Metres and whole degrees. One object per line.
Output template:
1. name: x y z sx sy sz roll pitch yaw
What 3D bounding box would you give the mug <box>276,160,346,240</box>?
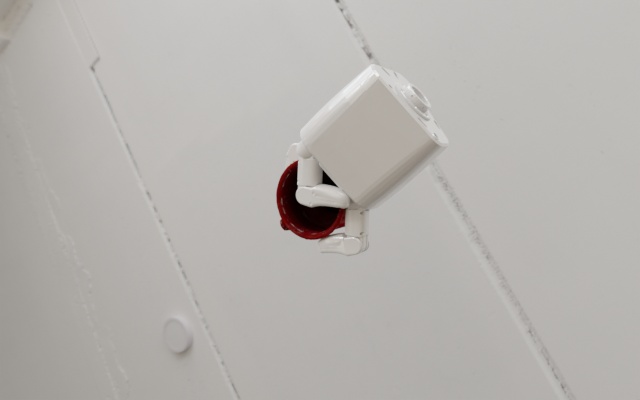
1. mug: -0.001 0.003 0.577 0.117 0.093 0.081 -41 -16 29
